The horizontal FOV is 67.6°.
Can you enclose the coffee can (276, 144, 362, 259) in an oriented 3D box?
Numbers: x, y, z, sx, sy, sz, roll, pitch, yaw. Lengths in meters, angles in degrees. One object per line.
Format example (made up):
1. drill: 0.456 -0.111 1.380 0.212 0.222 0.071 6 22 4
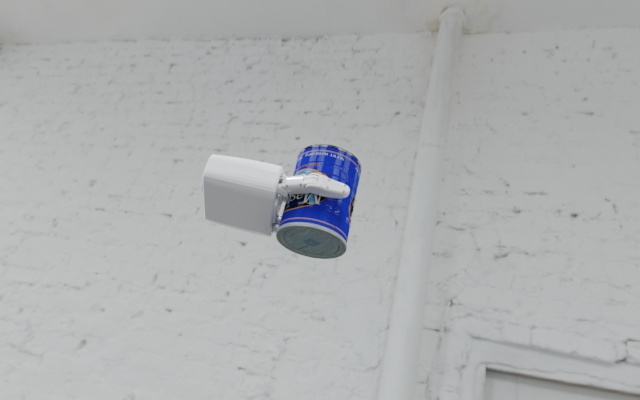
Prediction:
1. coffee can: 0.000 0.002 0.713 0.103 0.140 0.103 10 -29 6
